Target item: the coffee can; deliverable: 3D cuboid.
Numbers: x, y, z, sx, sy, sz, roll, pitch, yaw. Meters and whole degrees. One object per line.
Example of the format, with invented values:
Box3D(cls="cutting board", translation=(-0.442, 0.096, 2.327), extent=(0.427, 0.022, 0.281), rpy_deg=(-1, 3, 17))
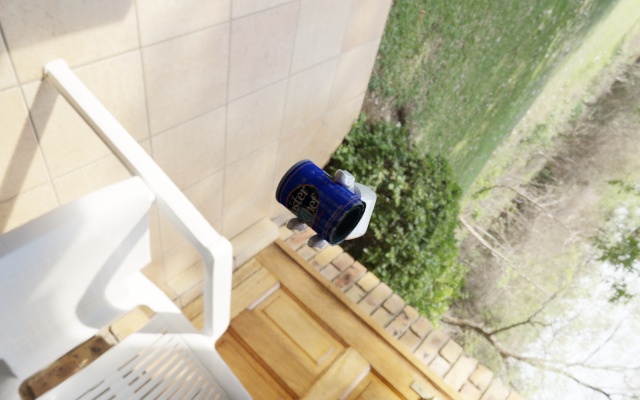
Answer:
Box3D(cls="coffee can", translation=(0.000, 0.003, 0.892), extent=(0.140, 0.103, 0.103), rpy_deg=(38, 16, 22))
